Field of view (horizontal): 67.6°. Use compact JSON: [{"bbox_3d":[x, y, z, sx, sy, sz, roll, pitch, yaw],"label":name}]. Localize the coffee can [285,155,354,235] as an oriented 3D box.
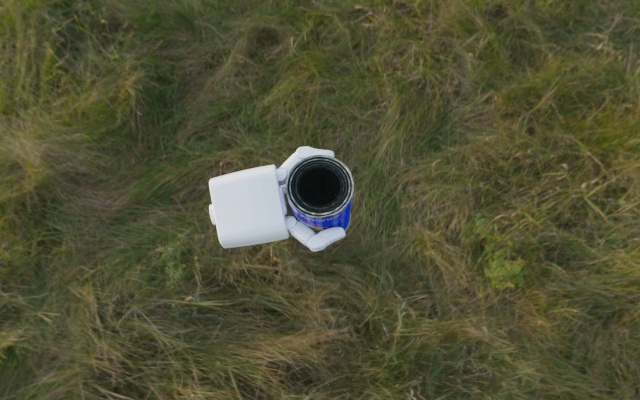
[{"bbox_3d":[0.000,0.003,0.772,0.103,0.102,0.140,0,-21,1],"label":"coffee can"}]
